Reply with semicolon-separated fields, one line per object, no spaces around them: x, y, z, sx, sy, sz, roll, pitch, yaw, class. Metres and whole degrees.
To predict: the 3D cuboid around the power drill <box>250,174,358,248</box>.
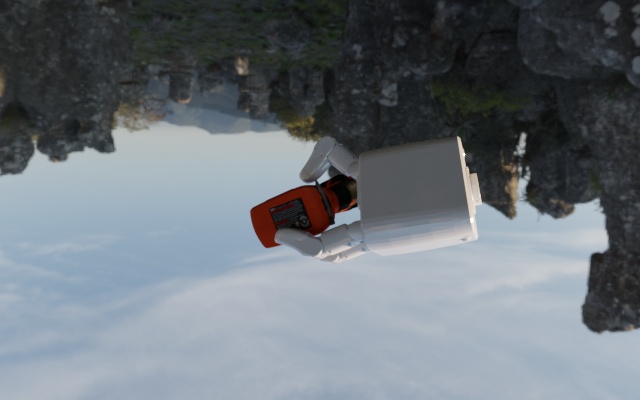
0.000;0.002;0.609;0.184;0.057;0.187;-22;2;38;power drill
